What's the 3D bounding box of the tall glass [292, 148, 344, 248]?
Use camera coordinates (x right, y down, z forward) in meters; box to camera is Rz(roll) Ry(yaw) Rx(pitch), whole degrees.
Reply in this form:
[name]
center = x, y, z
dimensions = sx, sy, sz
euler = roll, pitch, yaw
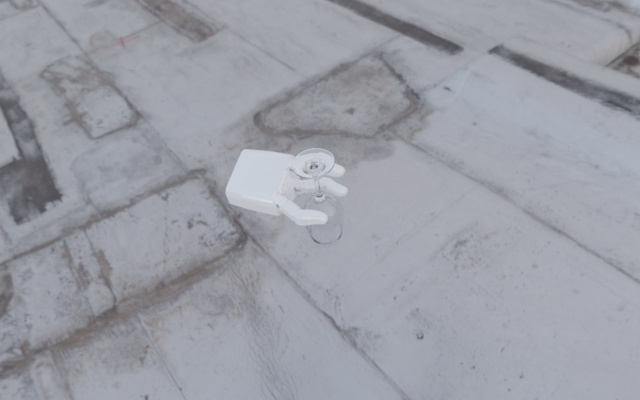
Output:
[tall glass]
center = 0.000, 0.003, 0.881
dimensions = 0.079, 0.079, 0.201
euler = 0, -42, 10
